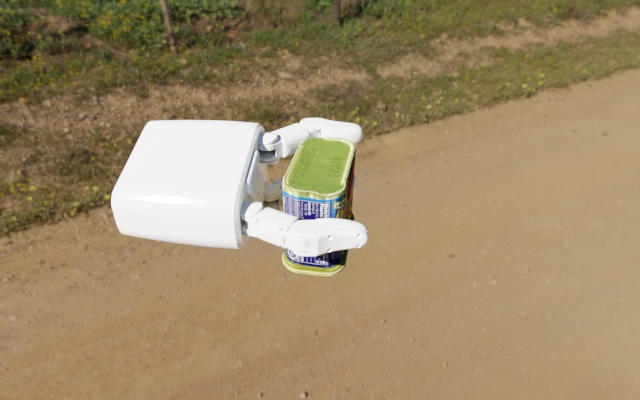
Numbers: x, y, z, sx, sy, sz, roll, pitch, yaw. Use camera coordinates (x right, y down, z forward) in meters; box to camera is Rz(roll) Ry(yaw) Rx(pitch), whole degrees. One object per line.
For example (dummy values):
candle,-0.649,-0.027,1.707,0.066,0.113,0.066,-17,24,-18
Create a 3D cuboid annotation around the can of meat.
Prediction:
can of meat,0.000,0.001,0.427,0.057,0.084,0.102,6,35,8
